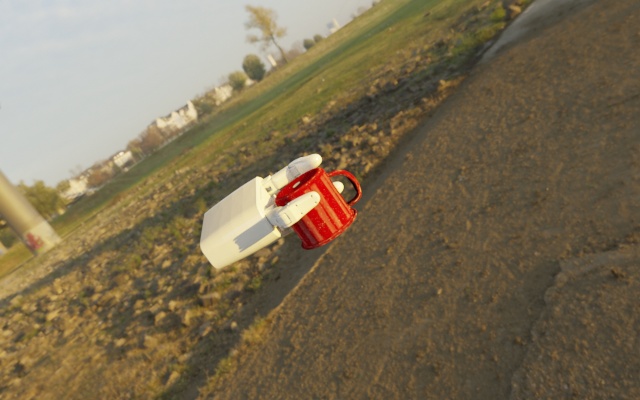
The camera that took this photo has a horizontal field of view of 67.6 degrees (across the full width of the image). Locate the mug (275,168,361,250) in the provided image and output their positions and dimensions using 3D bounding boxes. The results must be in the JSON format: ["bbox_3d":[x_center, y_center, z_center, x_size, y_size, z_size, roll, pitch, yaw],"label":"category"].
[{"bbox_3d":[0.001,0.001,0.663,0.117,0.081,0.093,-32,15,10],"label":"mug"}]
